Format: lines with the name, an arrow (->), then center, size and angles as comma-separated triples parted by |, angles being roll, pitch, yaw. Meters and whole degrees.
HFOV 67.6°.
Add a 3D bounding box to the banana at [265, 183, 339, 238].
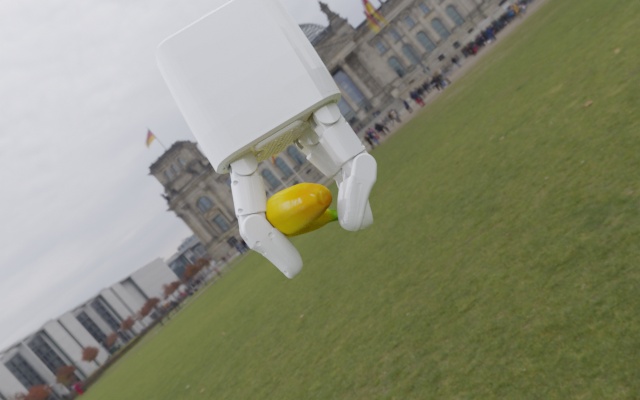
banana -> -0.017, 0.009, 0.415 | 0.069, 0.037, 0.198 | -22, -5, 5
